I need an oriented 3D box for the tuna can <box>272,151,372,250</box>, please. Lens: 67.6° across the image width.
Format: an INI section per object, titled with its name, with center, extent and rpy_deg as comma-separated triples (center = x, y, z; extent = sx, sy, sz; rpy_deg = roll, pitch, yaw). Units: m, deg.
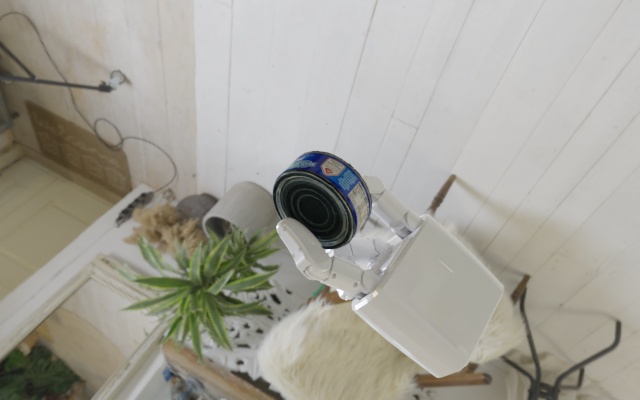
[tuna can]
center = 0.000, 0.002, 0.422
extent = 0.086, 0.086, 0.033
rpy_deg = 0, 33, 37
